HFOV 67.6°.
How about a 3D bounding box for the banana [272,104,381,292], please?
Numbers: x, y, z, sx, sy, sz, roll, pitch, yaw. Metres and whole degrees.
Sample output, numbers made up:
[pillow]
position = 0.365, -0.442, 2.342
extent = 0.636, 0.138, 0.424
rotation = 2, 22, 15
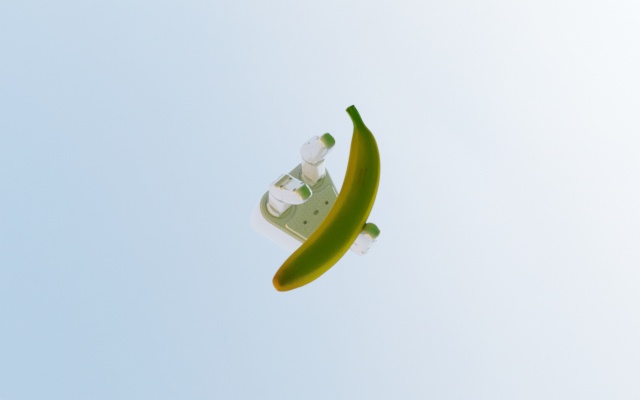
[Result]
[banana]
position = 0.017, 0.007, 0.472
extent = 0.069, 0.197, 0.037
rotation = 27, -17, -16
